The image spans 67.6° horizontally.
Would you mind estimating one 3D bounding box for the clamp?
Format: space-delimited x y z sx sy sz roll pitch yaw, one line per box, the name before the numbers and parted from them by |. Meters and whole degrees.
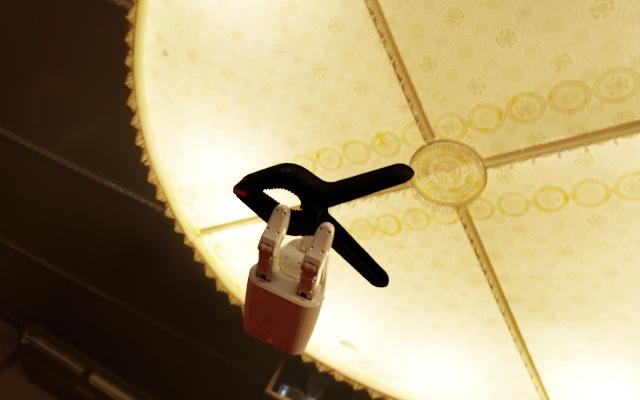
clamp | 0.000 0.001 0.542 0.210 0.165 0.036 22 36 11
